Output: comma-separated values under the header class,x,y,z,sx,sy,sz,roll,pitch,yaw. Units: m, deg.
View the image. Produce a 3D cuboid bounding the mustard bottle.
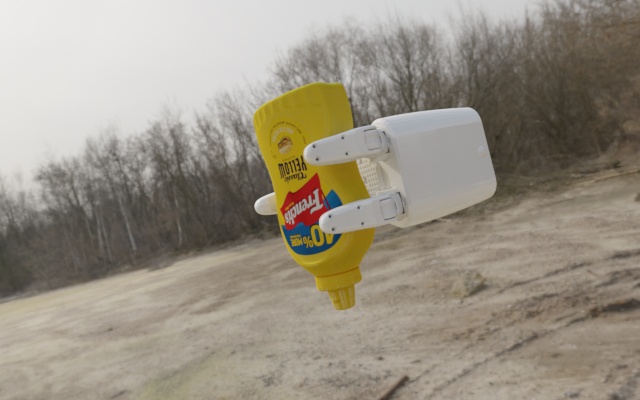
class,x,y,z,sx,sy,sz,roll,pitch,yaw
mustard bottle,0.000,0.001,0.422,0.096,0.191,0.058,-14,0,42
